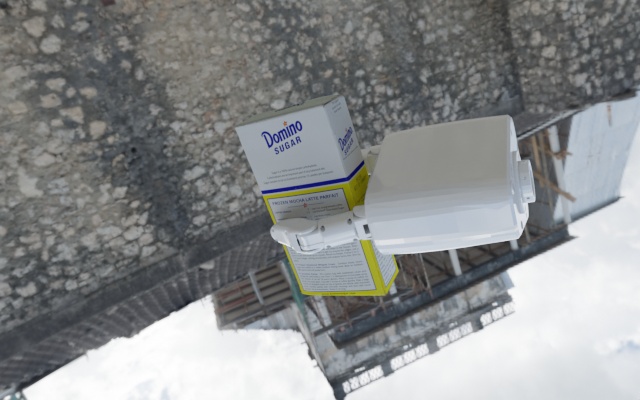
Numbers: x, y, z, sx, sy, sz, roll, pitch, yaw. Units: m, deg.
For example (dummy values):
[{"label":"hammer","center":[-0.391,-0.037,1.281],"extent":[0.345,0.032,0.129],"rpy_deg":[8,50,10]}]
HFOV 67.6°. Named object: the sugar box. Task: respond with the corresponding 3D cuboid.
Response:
[{"label":"sugar box","center":[0.000,0.001,0.427],"extent":[0.093,0.176,0.048],"rpy_deg":[-7,21,31]}]
